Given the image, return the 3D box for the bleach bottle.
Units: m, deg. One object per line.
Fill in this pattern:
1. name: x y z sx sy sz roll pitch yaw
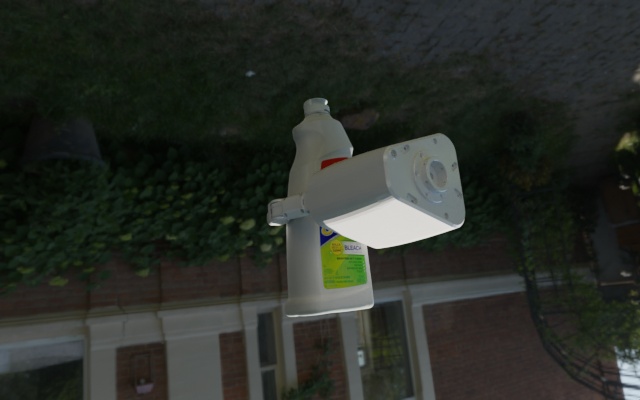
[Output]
1. bleach bottle: 0.000 0.002 0.554 0.102 0.250 0.068 3 -15 -39
